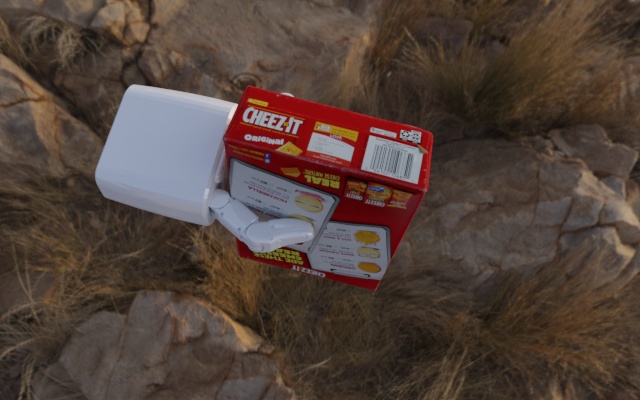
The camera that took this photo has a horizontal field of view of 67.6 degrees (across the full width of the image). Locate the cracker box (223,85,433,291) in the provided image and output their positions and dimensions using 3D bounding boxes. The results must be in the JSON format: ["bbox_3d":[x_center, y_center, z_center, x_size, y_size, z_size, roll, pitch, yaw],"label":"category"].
[{"bbox_3d":[0.000,0.002,0.468,0.164,0.072,0.214,14,-31,3],"label":"cracker box"}]
